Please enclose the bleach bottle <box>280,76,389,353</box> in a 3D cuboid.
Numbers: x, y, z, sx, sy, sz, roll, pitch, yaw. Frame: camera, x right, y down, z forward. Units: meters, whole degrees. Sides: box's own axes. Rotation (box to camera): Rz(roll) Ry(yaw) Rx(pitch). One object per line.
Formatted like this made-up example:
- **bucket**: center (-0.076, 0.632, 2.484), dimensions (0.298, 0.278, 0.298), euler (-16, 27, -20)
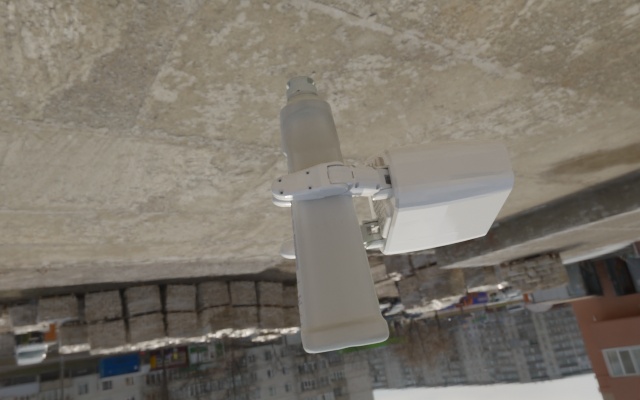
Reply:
- **bleach bottle**: center (0.000, 0.001, 0.425), dimensions (0.068, 0.250, 0.102), euler (-8, -16, -5)
